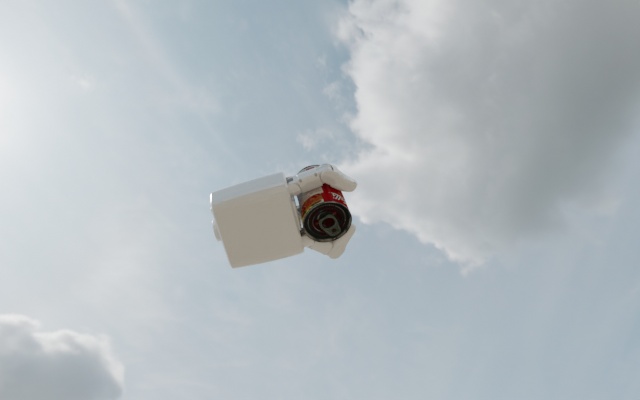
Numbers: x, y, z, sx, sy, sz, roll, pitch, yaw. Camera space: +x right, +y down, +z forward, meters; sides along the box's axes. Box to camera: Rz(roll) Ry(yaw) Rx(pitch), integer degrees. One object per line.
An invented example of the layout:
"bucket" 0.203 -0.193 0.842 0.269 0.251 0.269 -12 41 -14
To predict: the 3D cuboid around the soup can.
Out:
"soup can" 0.001 0.002 0.681 0.068 0.068 0.102 0 34 -13
